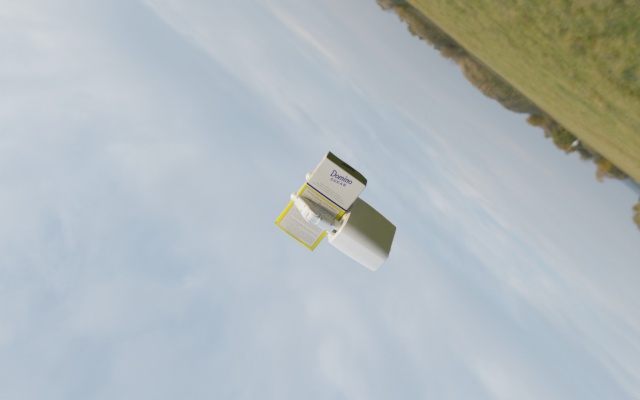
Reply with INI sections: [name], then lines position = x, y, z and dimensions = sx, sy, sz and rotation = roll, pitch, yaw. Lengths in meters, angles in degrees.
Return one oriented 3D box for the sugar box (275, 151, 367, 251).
[sugar box]
position = 0.000, 0.003, 0.899
dimensions = 0.093, 0.176, 0.048
rotation = 36, 23, -6
